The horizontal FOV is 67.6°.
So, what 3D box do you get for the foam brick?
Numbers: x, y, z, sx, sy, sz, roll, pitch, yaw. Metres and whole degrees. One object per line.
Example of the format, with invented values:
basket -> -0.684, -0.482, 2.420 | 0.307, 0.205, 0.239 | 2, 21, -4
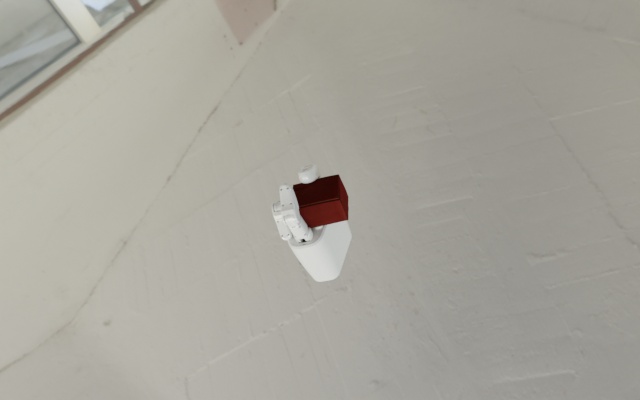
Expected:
foam brick -> 0.000, 0.002, 0.725 | 0.078, 0.053, 0.051 | -12, -45, 16
